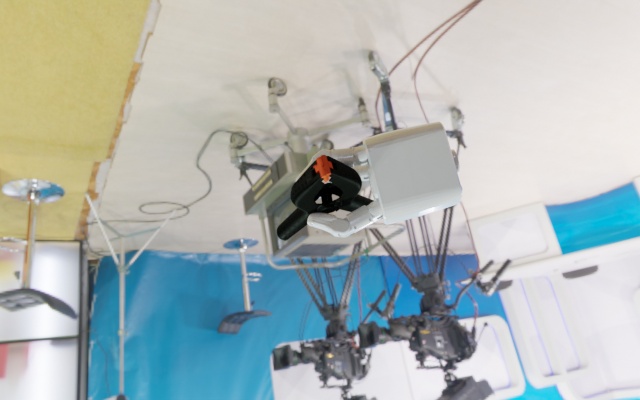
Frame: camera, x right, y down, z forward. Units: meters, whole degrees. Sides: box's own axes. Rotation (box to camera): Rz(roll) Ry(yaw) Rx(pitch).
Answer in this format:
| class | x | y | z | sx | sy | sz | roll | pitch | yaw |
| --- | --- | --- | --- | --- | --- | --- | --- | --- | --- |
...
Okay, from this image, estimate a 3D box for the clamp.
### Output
| class | x | y | z | sx | sy | sz | roll | pitch | yaw |
| --- | --- | --- | --- | --- | --- | --- | --- | --- | --- |
| clamp | 0.000 | 0.003 | 0.653 | 0.164 | 0.036 | 0.210 | -17 | -22 | 3 |
